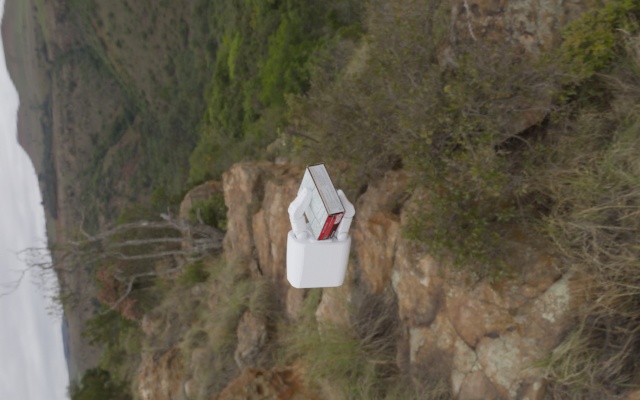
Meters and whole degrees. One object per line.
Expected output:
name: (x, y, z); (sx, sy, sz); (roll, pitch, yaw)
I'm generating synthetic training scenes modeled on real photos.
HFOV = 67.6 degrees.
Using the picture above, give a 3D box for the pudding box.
pudding box: (0.000, 0.003, 0.866); (0.039, 0.113, 0.090); (-12, -30, -24)
